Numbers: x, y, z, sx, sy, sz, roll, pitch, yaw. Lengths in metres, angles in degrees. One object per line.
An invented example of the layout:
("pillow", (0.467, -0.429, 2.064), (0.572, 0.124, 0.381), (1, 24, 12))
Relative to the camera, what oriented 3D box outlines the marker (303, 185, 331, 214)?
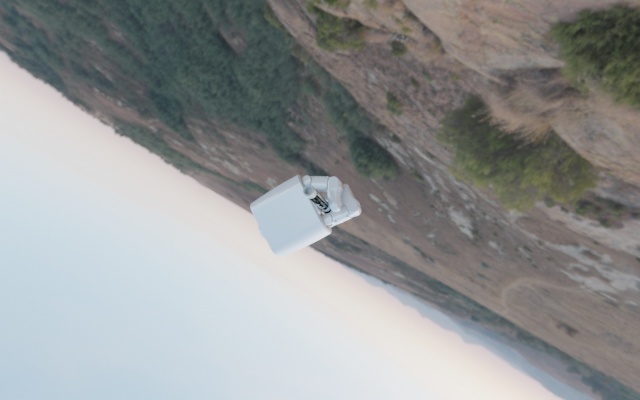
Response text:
("marker", (0.000, 0.003, 0.805), (0.020, 0.020, 0.121), (0, -18, 20))
